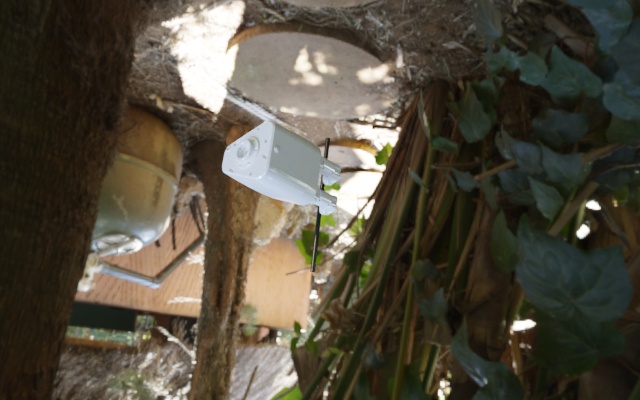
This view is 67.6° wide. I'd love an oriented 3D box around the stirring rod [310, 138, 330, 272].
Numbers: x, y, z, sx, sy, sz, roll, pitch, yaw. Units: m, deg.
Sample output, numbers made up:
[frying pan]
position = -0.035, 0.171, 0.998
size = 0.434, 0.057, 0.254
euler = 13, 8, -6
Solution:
[stirring rod]
position = 0.000, 0.003, 0.814
size = 0.011, 0.239, 0.011
euler = 6, -19, 2
